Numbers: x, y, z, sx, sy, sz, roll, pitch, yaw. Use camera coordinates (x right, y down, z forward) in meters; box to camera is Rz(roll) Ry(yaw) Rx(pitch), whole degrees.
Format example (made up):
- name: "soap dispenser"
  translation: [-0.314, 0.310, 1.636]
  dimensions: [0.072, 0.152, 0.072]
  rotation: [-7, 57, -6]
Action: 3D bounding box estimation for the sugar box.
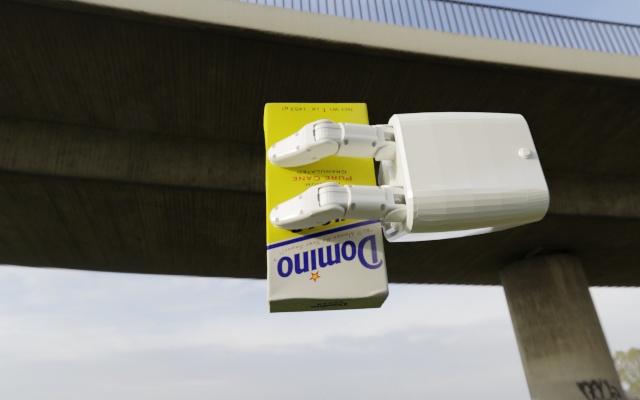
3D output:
- name: "sugar box"
  translation: [0.000, 0.001, 0.400]
  dimensions: [0.093, 0.176, 0.048]
  rotation: [-2, -27, -6]
